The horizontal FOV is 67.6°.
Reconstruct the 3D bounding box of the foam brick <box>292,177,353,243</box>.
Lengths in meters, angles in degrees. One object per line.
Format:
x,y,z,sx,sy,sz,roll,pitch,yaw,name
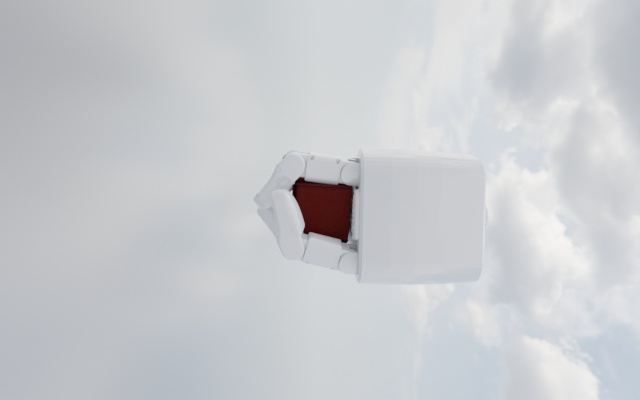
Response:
0.000,0.001,0.446,0.051,0.053,0.078,2,18,-2,foam brick
